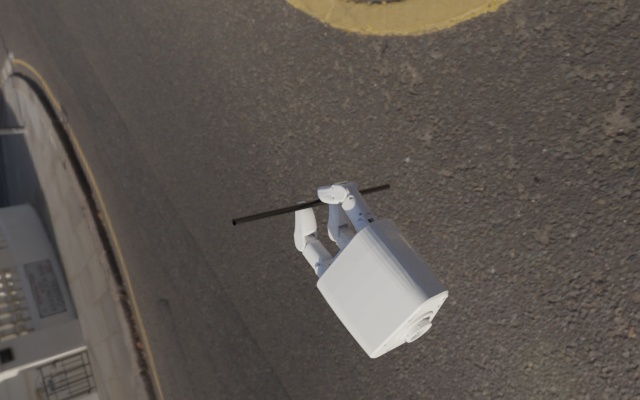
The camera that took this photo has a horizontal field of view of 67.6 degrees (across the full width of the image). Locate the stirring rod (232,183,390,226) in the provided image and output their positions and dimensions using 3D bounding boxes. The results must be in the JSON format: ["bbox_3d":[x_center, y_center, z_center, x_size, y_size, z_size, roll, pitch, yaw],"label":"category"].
[{"bbox_3d":[0.000,0.002,0.586,0.239,0.011,0.011,-13,8,-37],"label":"stirring rod"}]
